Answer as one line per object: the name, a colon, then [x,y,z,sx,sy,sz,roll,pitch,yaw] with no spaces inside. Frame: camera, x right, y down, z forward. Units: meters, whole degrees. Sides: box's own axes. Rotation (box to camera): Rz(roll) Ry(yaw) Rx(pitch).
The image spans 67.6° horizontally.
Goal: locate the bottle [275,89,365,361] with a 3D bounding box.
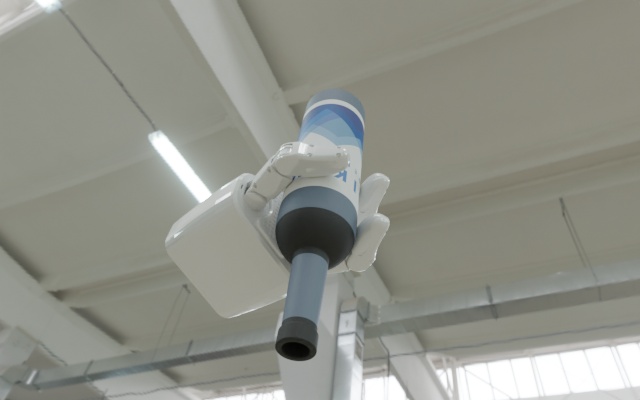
bottle: [0.000,0.001,0.418,0.069,0.069,0.295,0,41,8]
